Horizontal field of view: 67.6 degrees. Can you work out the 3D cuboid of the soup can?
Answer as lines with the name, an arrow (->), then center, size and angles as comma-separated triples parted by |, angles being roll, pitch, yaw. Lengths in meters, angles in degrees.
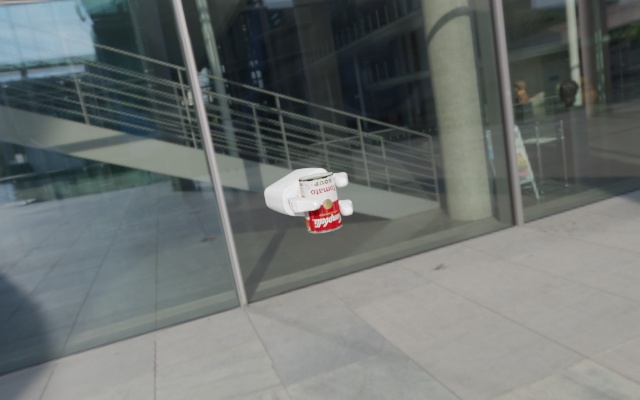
soup can -> 0.000, 0.003, 0.894 | 0.068, 0.102, 0.068 | -10, 10, 2
